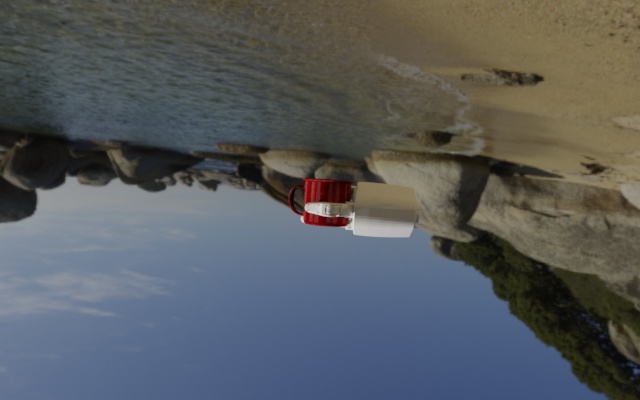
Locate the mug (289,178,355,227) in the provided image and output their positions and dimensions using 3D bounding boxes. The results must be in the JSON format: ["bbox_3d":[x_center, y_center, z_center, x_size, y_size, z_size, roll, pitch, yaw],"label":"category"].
[{"bbox_3d":[-0.001,0.003,0.855,0.117,0.081,0.093,4,1,7],"label":"mug"}]
